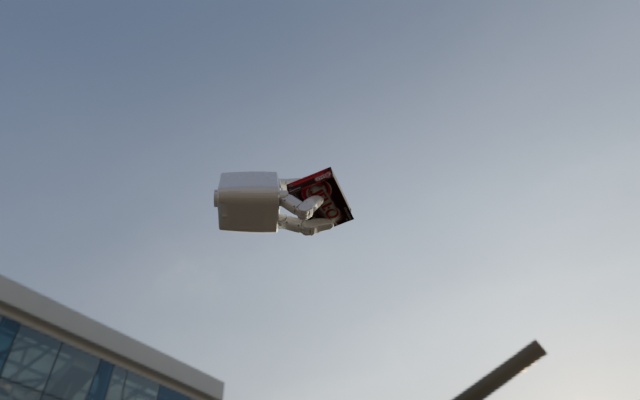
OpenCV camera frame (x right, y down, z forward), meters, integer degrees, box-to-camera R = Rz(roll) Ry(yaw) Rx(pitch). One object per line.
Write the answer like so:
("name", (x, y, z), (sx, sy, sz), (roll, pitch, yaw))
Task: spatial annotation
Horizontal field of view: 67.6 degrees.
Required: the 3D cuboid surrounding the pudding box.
("pudding box", (0.000, 0.003, 0.875), (0.090, 0.114, 0.039), (-21, 40, 10))
